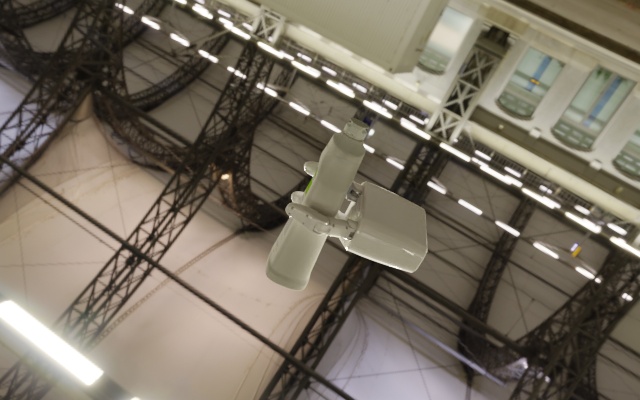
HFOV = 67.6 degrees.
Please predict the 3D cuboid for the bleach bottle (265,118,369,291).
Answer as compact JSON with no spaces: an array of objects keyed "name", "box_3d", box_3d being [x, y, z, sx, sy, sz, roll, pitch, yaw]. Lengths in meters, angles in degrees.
[{"name":"bleach bottle","box_3d":[0.000,0.002,0.681,0.068,0.251,0.102,23,24,-8]}]
